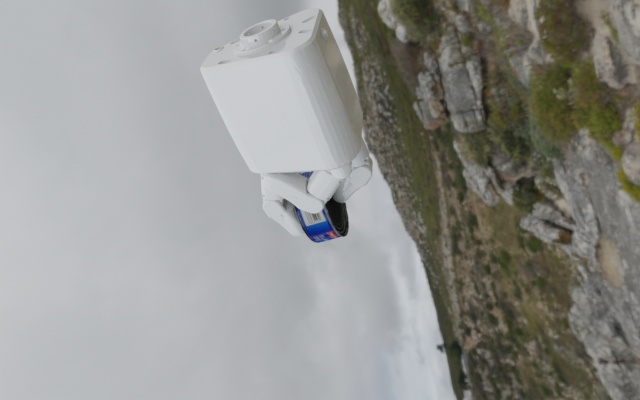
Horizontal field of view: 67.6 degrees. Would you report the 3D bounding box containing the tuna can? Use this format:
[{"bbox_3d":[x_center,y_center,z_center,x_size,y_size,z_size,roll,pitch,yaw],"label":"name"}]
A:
[{"bbox_3d":[0.000,0.002,0.515,0.034,0.086,0.086,-17,-5,16],"label":"tuna can"}]
